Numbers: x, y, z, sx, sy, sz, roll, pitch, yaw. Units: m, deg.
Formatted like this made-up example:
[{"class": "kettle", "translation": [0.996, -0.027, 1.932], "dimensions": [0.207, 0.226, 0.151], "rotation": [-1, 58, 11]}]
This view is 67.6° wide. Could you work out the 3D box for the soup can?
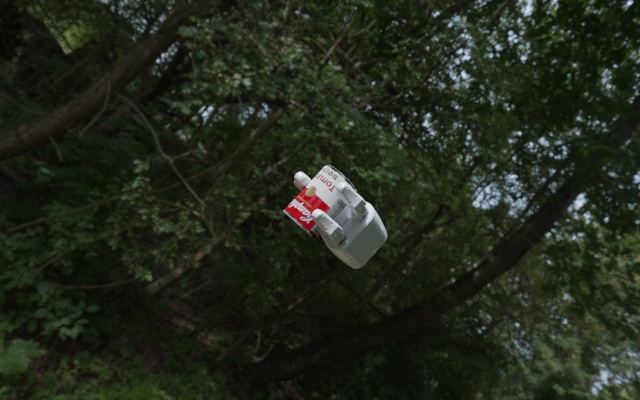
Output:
[{"class": "soup can", "translation": [0.000, 0.002, 0.748], "dimensions": [0.068, 0.102, 0.068], "rotation": [42, -5, 4]}]
